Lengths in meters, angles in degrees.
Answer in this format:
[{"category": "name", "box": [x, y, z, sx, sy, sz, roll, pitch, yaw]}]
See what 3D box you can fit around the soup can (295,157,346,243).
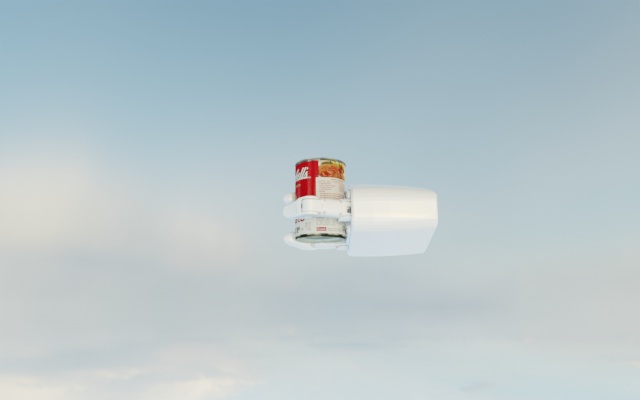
[{"category": "soup can", "box": [0.000, 0.002, 0.627, 0.068, 0.102, 0.068, 0, -12, 0]}]
